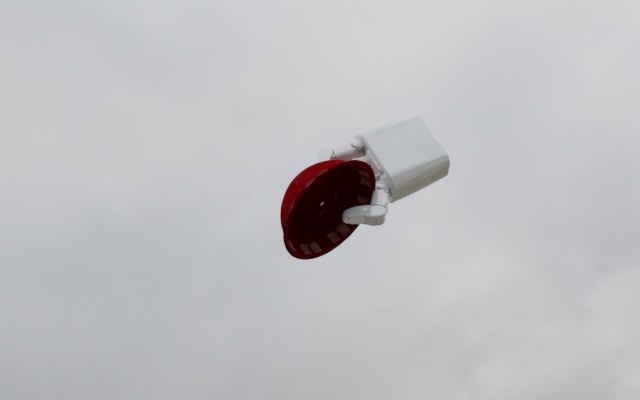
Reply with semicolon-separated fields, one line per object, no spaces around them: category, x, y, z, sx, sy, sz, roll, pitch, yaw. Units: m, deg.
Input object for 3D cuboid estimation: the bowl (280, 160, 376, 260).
bowl;-0.001;0.002;0.659;0.162;0.162;0.055;0;32;-48
